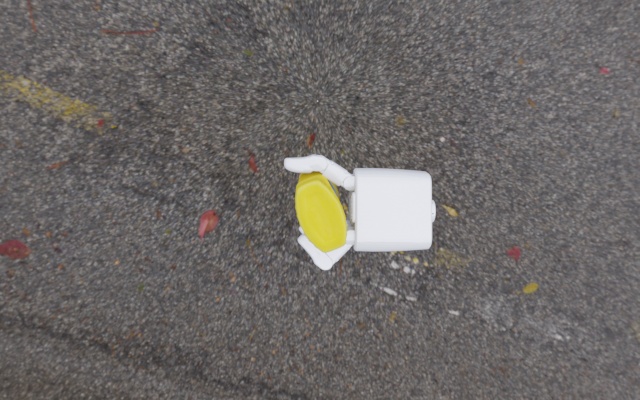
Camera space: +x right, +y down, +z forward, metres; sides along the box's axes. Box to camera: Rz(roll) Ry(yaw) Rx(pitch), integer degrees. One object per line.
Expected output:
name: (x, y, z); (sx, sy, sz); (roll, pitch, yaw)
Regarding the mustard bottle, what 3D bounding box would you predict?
mustard bottle: (0.000, 0.002, 0.685); (0.058, 0.096, 0.191); (-24, 11, 4)
